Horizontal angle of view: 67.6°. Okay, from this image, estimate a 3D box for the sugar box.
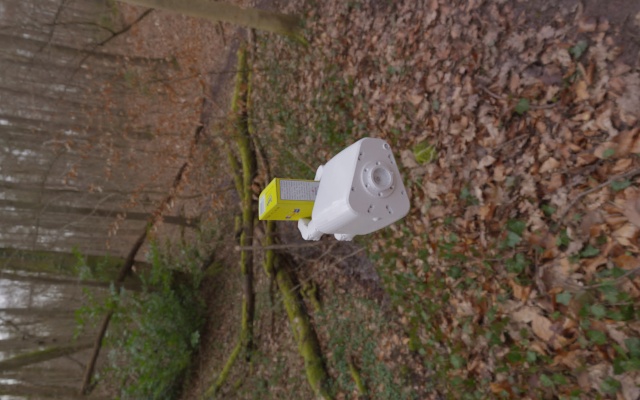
[{"bbox_3d":[0.000,0.003,0.744,0.176,0.048,0.093,4,-18,-22],"label":"sugar box"}]
